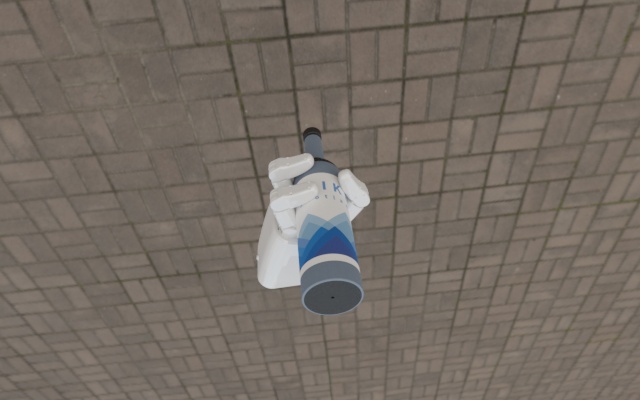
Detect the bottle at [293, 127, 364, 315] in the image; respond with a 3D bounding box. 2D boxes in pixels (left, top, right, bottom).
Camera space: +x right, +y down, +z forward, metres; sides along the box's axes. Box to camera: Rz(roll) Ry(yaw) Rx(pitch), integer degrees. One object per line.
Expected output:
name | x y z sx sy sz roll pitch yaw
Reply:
bottle | 0.000 0.002 0.610 0.069 0.069 0.295 0 44 -7
